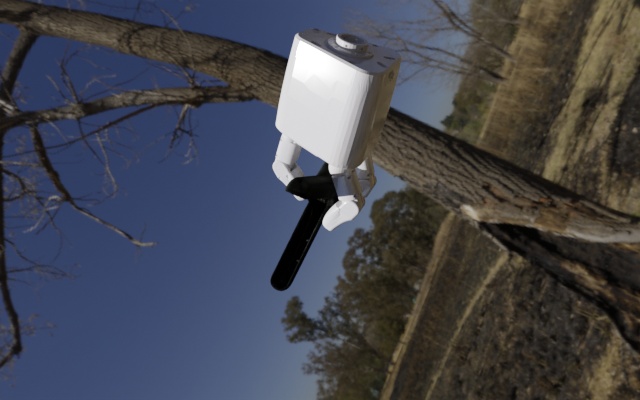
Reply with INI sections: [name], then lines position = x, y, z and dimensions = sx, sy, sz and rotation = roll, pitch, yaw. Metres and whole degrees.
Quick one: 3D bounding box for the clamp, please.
[clamp]
position = 0.000, 0.001, 0.577
dimensions = 0.036, 0.165, 0.210
rotation = 25, 37, 11
